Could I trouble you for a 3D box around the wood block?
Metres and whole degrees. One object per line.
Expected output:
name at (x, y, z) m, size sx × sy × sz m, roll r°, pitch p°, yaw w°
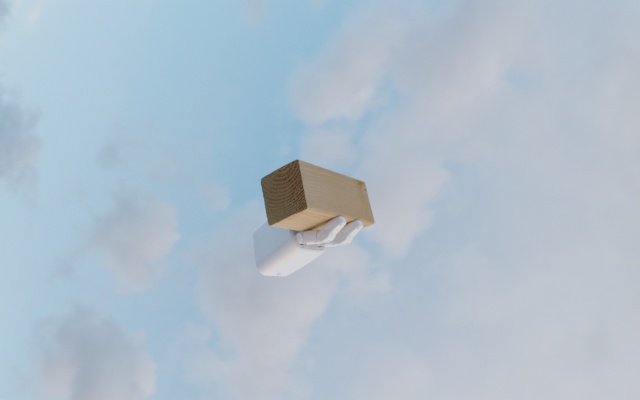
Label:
wood block at (0.000, 0.003, 0.866) m, size 0.090 × 0.090 × 0.206 m, roll -25°, pitch -23°, yaw 32°
